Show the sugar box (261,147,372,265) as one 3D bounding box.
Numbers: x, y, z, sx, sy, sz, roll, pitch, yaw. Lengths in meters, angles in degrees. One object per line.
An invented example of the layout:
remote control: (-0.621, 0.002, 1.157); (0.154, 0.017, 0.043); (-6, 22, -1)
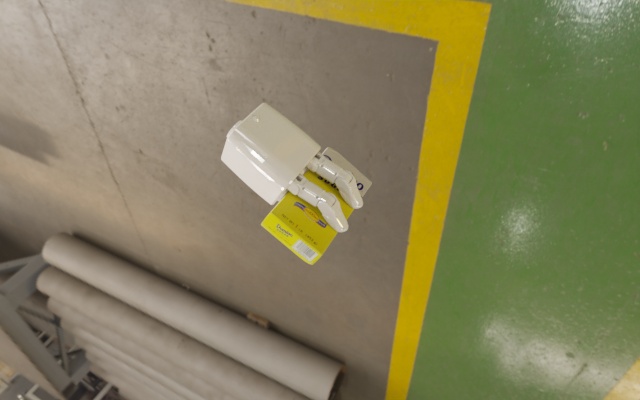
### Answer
sugar box: (0.000, 0.002, 0.707); (0.176, 0.093, 0.048); (-53, 5, -39)
